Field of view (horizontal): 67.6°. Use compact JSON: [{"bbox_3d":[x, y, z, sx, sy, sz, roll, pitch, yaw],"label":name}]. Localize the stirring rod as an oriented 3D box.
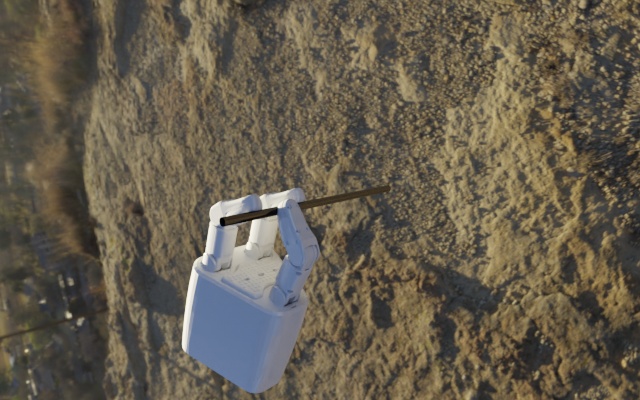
[{"bbox_3d":[0.000,0.002,0.475,0.011,0.011,0.239,0,8,42],"label":"stirring rod"}]
